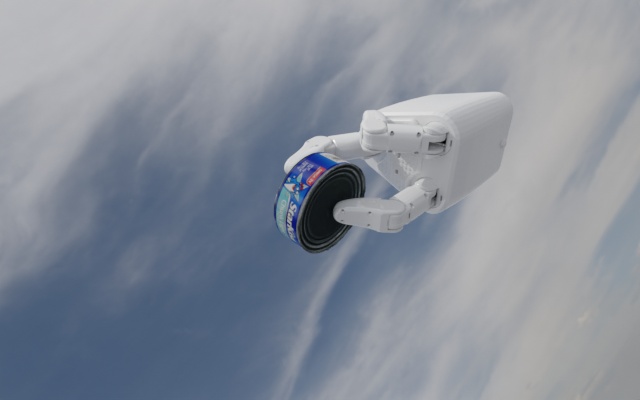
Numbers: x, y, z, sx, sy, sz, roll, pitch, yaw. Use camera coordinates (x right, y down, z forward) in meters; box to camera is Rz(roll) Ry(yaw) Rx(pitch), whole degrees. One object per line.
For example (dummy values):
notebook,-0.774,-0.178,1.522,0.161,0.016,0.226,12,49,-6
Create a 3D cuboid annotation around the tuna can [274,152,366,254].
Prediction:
tuna can,0.000,0.001,0.420,0.033,0.086,0.086,30,18,33
